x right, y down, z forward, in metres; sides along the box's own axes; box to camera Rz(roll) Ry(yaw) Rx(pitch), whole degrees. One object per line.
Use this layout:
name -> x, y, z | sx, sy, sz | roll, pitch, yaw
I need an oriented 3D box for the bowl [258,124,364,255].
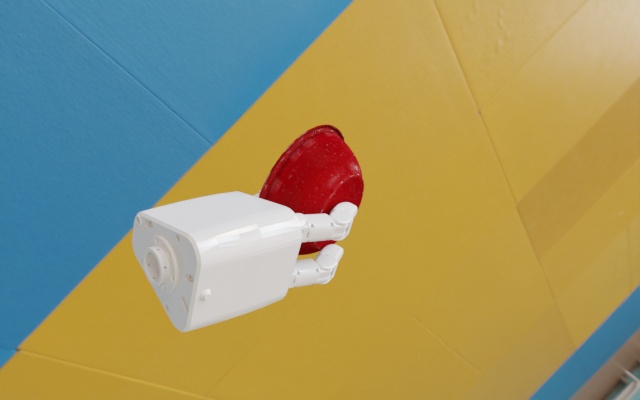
bowl -> 0.001, 0.001, 0.525 | 0.055, 0.162, 0.162 | 29, 13, 25
